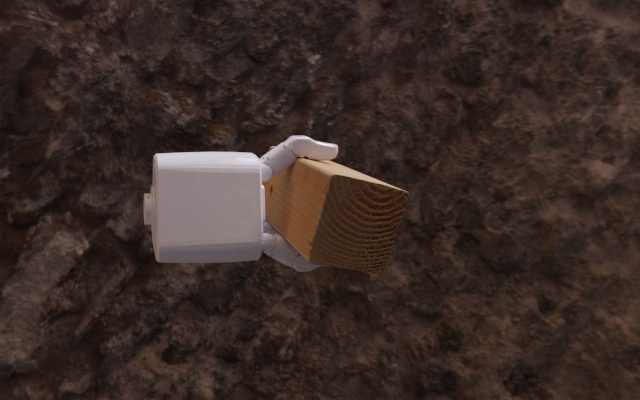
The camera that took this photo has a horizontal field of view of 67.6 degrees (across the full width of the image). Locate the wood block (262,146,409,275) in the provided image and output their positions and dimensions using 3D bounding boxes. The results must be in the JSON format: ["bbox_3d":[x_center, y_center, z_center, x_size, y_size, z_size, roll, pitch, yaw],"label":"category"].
[{"bbox_3d":[0.000,0.001,0.553,0.090,0.091,0.206,12,9,-25],"label":"wood block"}]
